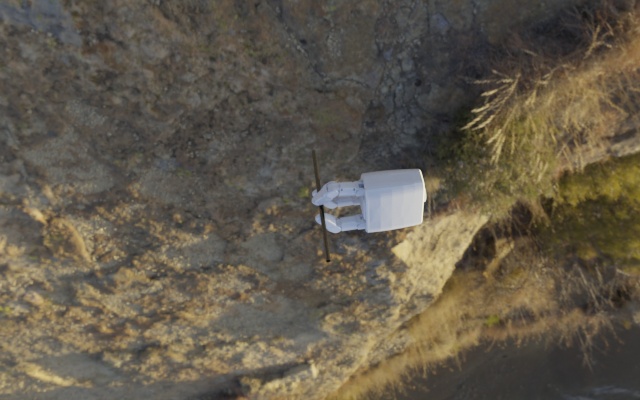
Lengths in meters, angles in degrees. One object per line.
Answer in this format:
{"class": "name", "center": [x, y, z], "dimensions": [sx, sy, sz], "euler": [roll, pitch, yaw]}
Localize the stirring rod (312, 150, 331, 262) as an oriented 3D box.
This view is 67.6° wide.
{"class": "stirring rod", "center": [0.000, 0.003, 0.872], "dimensions": [0.011, 0.239, 0.011], "euler": [-5, -33, -3]}
